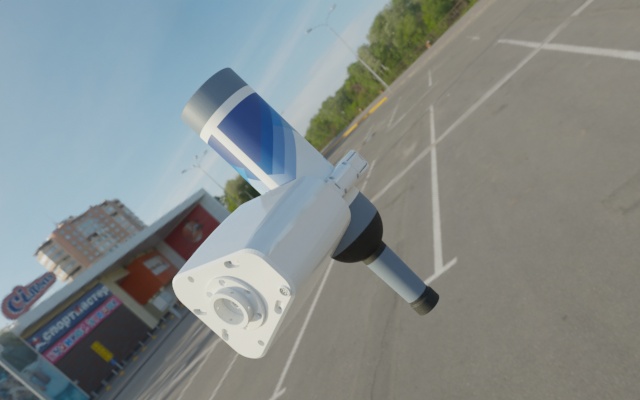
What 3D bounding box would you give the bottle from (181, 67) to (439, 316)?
[{"bbox_3d":[0.000,0.001,0.456,0.296,0.069,0.069,43,-4,-4],"label":"bottle"}]
